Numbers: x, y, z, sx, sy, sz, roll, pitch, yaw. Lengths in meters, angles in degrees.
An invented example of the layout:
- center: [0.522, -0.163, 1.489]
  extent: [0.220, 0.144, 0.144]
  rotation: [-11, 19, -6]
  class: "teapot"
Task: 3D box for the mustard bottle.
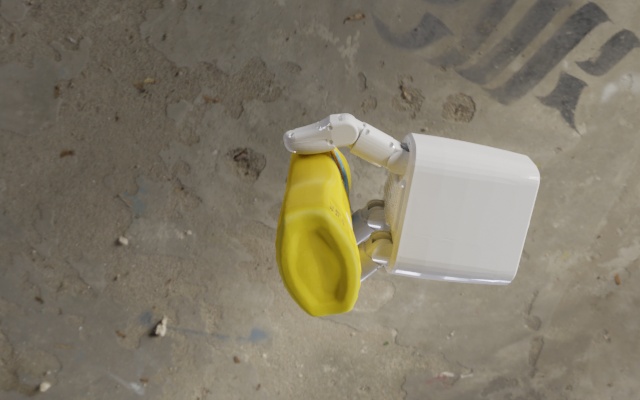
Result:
- center: [0.000, 0.001, 0.411]
  extent: [0.058, 0.096, 0.191]
  rotation: [-12, 28, 7]
  class: "mustard bottle"
